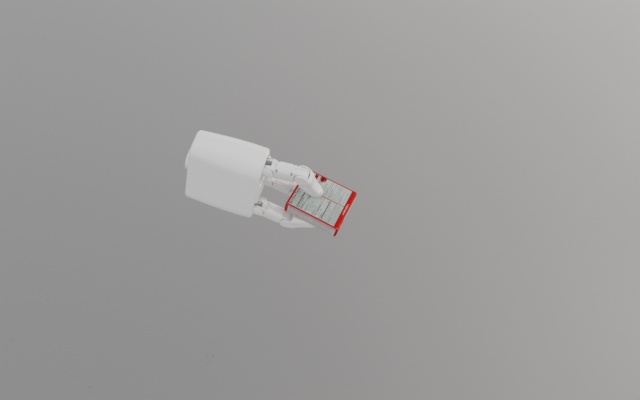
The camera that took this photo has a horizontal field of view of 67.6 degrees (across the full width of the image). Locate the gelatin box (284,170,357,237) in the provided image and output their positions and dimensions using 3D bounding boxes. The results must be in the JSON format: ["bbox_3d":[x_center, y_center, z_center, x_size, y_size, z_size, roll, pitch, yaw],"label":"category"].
[{"bbox_3d":[0.000,0.002,0.730,0.089,0.073,0.030,26,-30,6],"label":"gelatin box"}]
